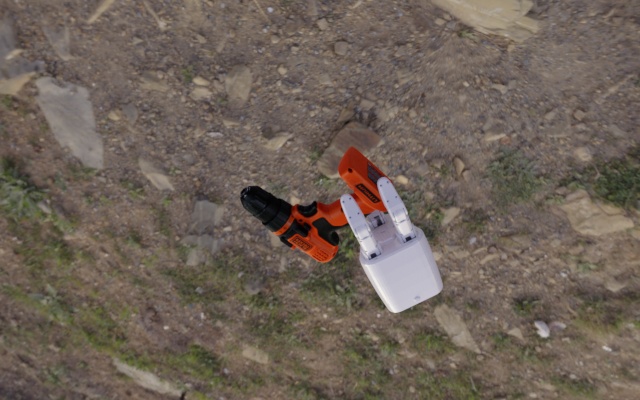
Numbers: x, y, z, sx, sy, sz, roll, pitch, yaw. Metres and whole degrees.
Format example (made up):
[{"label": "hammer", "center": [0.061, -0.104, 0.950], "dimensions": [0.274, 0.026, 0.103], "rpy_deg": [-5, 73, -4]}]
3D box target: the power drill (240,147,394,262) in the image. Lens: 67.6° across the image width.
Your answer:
[{"label": "power drill", "center": [0.001, 0.002, 0.702], "dimensions": [0.184, 0.057, 0.188], "rpy_deg": [36, -53, -28]}]
